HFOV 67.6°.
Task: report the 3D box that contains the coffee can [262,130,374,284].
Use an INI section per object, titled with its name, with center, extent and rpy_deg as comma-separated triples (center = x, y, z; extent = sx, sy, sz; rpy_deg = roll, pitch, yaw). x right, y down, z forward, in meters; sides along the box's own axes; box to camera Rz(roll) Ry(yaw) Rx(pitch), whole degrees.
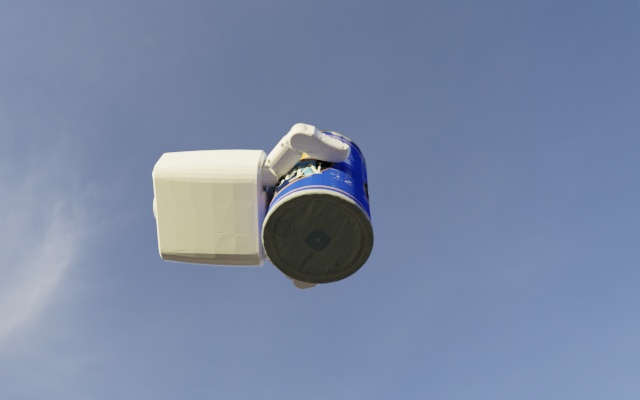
[coffee can]
center = 0.000, 0.002, 0.495
extent = 0.103, 0.103, 0.140
rpy_deg = 0, 31, 3
